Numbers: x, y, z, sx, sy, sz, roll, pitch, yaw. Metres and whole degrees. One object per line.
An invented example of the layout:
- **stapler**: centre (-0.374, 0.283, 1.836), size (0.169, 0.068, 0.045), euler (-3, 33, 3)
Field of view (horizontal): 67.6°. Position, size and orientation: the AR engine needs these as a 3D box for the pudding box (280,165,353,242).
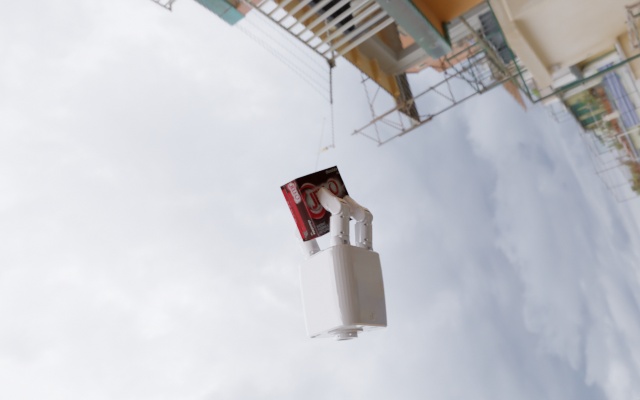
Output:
- **pudding box**: centre (0.000, 0.002, 0.718), size (0.039, 0.090, 0.113), euler (-22, 1, 36)
